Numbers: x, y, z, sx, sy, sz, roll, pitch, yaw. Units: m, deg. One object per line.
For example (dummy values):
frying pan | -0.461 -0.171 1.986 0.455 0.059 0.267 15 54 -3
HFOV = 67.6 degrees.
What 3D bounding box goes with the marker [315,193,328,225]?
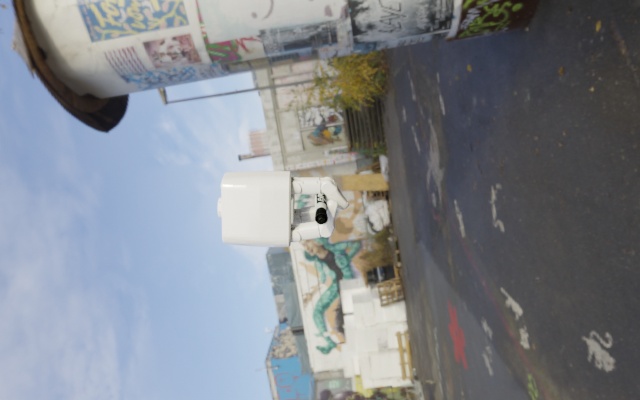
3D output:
marker | 0.000 0.002 0.728 0.020 0.020 0.121 0 26 -1
